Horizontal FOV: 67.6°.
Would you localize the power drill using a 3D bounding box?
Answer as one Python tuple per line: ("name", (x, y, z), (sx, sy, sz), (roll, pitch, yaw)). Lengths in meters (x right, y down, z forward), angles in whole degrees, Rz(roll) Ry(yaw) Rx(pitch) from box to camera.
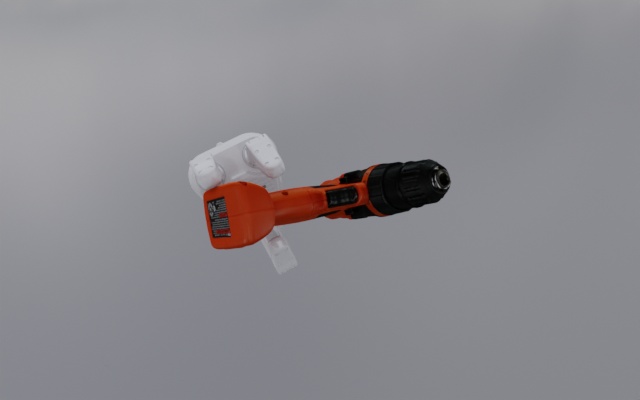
("power drill", (0.000, 0.001, 0.445), (0.187, 0.057, 0.184), (-8, -3, -32))
